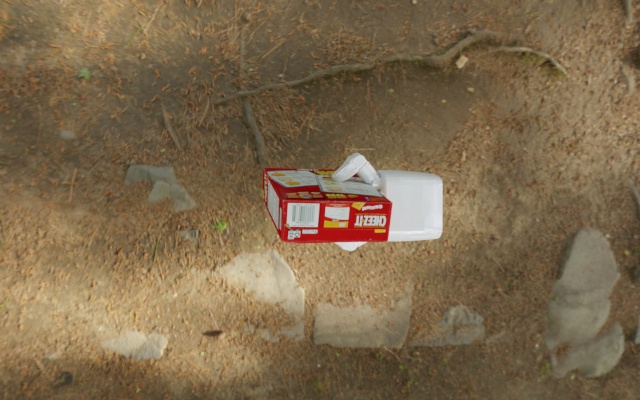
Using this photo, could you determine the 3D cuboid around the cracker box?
[{"bbox_3d":[0.000,0.002,0.773,0.164,0.072,0.213,1,15,-14],"label":"cracker box"}]
